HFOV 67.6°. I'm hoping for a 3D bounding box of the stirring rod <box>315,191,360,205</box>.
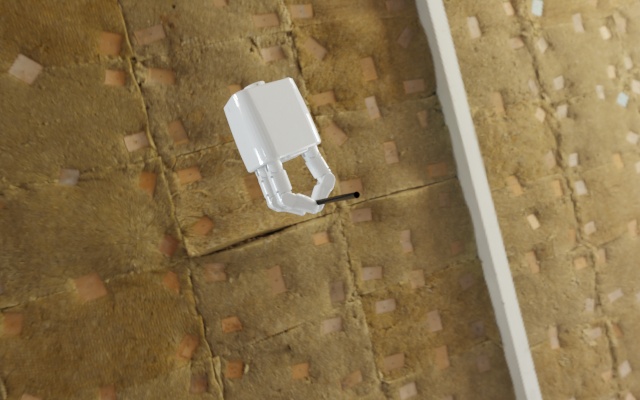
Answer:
[{"bbox_3d":[0.000,0.002,0.675,0.011,0.011,0.239,0,-4,-21],"label":"stirring rod"}]
